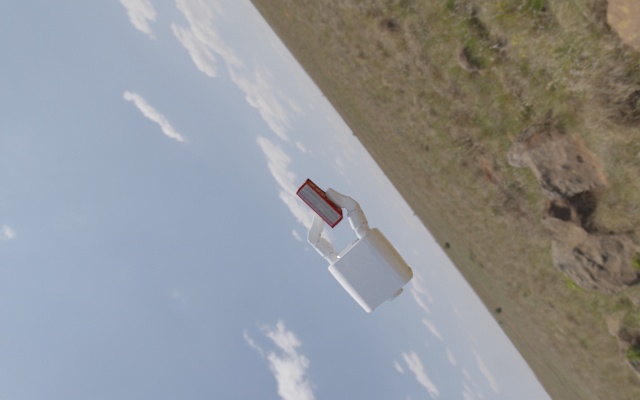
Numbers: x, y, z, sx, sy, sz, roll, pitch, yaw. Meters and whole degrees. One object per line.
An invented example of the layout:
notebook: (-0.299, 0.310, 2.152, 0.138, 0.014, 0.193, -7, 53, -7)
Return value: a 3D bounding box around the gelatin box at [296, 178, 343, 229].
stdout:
gelatin box: (0.000, 0.003, 0.831, 0.089, 0.030, 0.073, 43, 8, -4)
